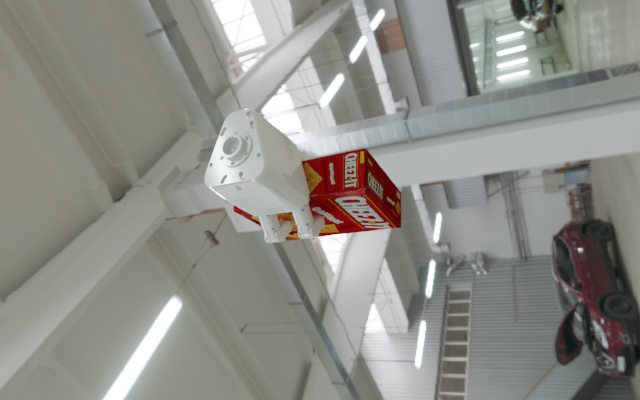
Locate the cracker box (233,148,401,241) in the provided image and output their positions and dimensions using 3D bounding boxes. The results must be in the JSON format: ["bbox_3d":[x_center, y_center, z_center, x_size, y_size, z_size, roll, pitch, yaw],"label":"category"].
[{"bbox_3d":[0.000,0.002,0.741,0.214,0.072,0.164,-8,-25,25],"label":"cracker box"}]
